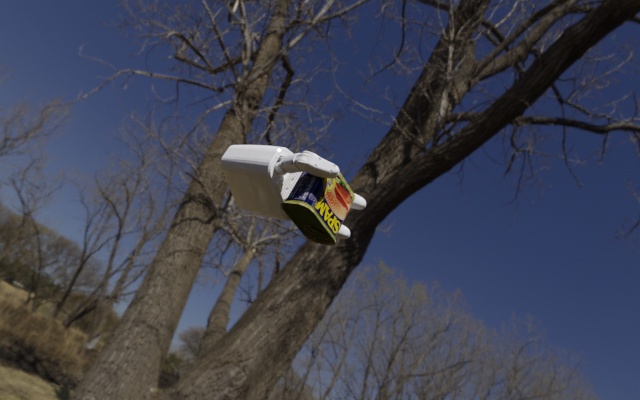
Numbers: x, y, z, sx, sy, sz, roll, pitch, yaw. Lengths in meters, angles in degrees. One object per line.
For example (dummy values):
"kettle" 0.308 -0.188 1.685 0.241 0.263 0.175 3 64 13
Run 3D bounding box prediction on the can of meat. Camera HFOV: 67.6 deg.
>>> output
"can of meat" 0.000 0.002 0.699 0.057 0.084 0.102 6 -34 37
